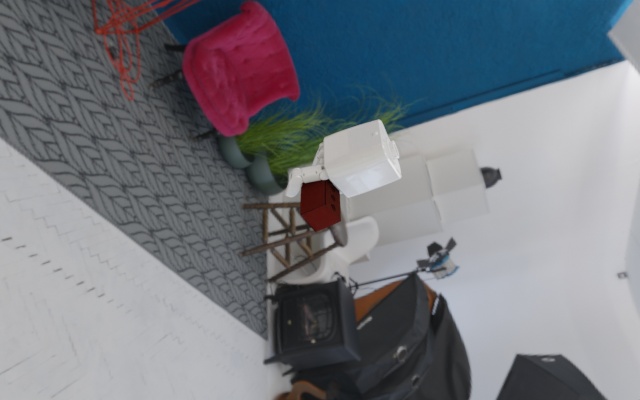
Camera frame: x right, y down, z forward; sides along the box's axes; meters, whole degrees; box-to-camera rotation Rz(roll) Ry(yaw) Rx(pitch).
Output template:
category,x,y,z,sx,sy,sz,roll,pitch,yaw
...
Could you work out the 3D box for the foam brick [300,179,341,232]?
category,x,y,z,sx,sy,sz,roll,pitch,yaw
foam brick,0.000,0.003,0.823,0.051,0.078,0.053,-21,-46,21
